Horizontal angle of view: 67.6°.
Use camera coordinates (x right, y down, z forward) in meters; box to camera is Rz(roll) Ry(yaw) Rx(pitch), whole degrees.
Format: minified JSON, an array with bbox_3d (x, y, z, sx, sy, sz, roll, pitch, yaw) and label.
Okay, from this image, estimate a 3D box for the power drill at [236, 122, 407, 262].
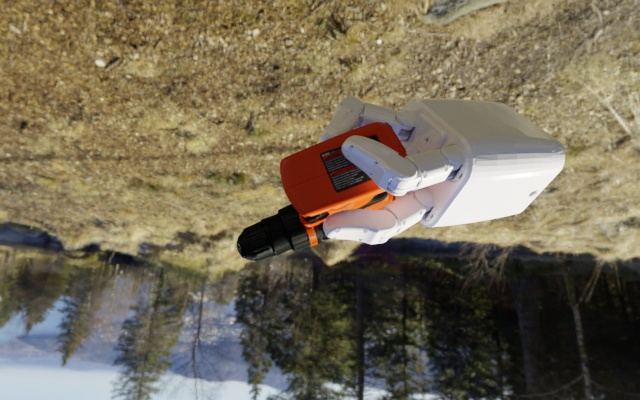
[{"bbox_3d":[0.000,0.001,0.461,0.184,0.057,0.188,-23,-11,-10],"label":"power drill"}]
